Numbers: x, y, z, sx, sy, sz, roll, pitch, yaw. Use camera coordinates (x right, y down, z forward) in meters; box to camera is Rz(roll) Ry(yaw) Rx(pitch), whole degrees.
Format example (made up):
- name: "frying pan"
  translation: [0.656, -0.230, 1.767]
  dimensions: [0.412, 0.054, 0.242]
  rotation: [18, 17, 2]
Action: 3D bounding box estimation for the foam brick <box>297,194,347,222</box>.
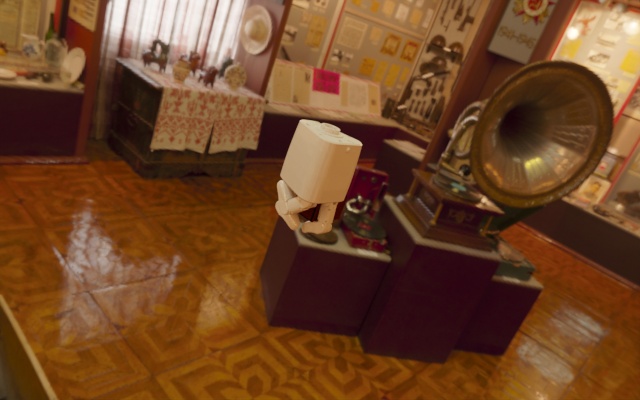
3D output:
- name: "foam brick"
  translation: [0.000, 0.003, 0.859]
  dimensions: [0.053, 0.051, 0.078]
  rotation: [34, 24, 35]
